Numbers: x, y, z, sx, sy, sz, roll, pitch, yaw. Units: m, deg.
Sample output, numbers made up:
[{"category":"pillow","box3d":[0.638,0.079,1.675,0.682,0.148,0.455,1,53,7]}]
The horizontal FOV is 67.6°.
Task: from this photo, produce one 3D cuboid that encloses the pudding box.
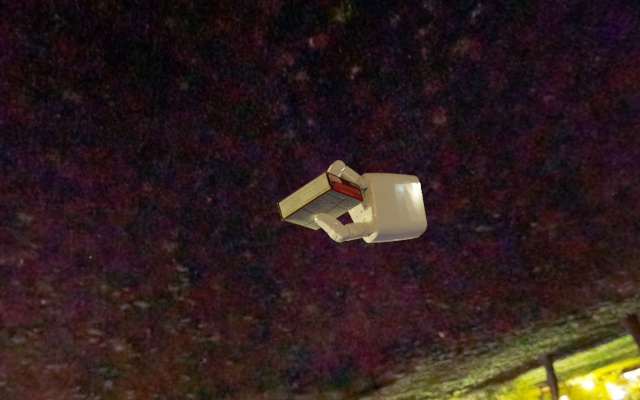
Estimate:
[{"category":"pudding box","box3d":[0.000,0.003,0.788,0.113,0.039,0.090,-34,-34,28]}]
